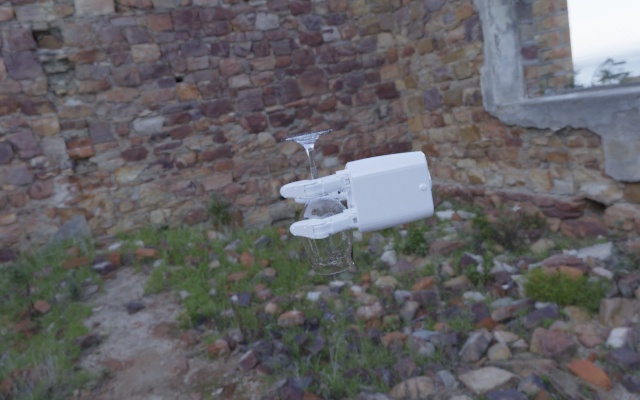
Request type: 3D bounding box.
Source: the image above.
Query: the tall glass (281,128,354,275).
[{"bbox_3d":[0.000,0.002,0.688,0.079,0.201,0.079,-11,11,2],"label":"tall glass"}]
